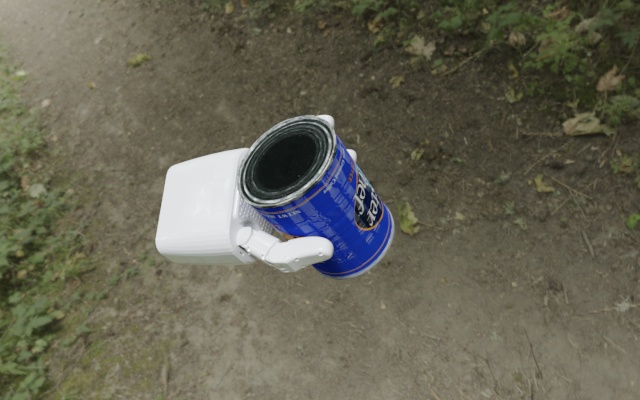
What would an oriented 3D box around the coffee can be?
[{"bbox_3d":[0.000,0.002,0.470,0.103,0.102,0.140,0,-34,34],"label":"coffee can"}]
